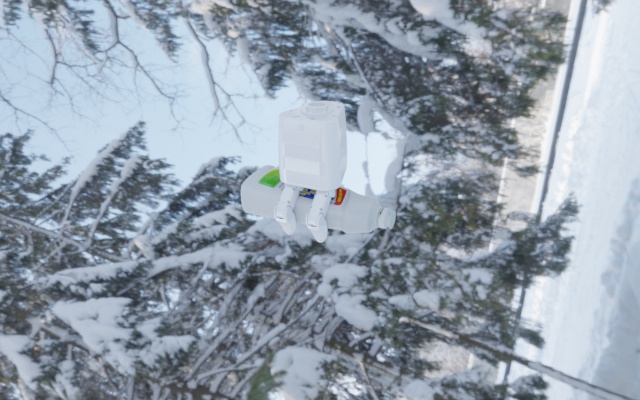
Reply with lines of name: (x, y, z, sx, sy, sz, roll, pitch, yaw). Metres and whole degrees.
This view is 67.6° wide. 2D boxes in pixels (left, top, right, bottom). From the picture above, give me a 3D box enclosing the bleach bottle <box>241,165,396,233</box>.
bleach bottle: (0.000, 0.003, 0.773, 0.251, 0.068, 0.102, 12, 30, 24)
